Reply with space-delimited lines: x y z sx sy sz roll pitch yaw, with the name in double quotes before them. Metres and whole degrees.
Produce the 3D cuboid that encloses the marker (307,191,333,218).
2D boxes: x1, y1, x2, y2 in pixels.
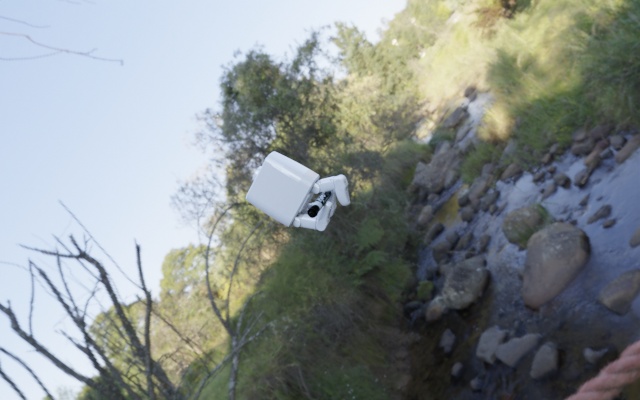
"marker" 0.000 0.003 0.892 0.020 0.020 0.121 0 21 17
